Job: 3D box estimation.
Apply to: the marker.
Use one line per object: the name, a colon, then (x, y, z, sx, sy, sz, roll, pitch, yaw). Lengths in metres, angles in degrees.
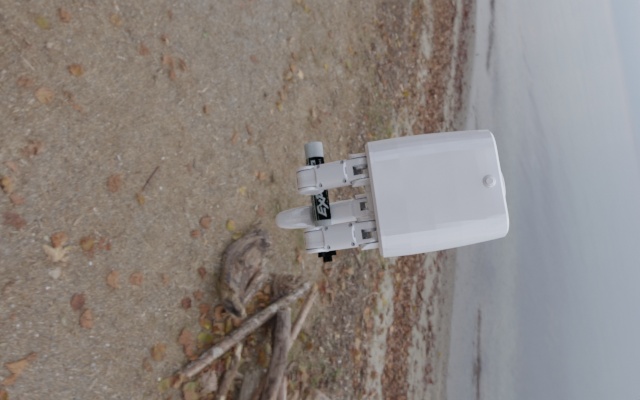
marker: (0.000, 0.002, 0.482, 0.020, 0.121, 0.020, -7, -6, -1)
